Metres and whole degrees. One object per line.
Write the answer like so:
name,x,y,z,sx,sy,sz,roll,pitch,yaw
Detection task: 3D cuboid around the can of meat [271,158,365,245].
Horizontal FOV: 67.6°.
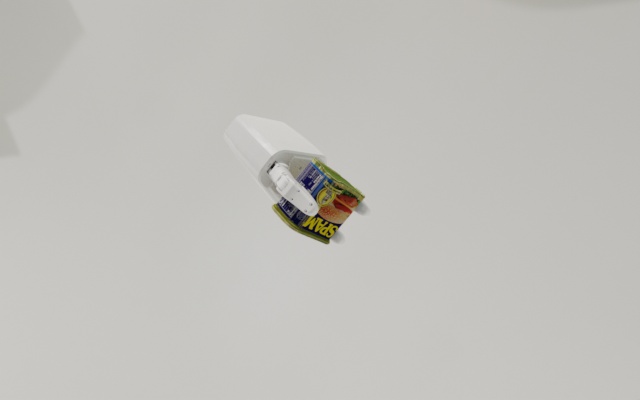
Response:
can of meat,0.000,0.002,0.626,0.057,0.084,0.102,46,10,36
